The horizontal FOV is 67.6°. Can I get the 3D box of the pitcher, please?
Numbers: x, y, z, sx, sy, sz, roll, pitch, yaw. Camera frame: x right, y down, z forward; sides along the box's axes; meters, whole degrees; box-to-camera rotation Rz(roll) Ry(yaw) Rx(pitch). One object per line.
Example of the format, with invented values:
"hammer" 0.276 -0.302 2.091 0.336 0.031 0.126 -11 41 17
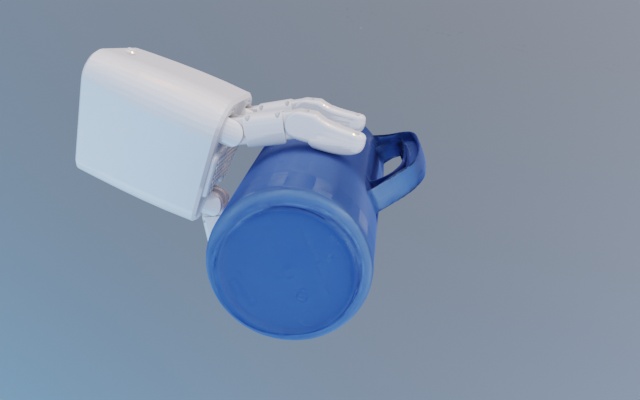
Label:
"pitcher" 0.000 0.001 0.404 0.145 0.149 0.242 24 20 -3
